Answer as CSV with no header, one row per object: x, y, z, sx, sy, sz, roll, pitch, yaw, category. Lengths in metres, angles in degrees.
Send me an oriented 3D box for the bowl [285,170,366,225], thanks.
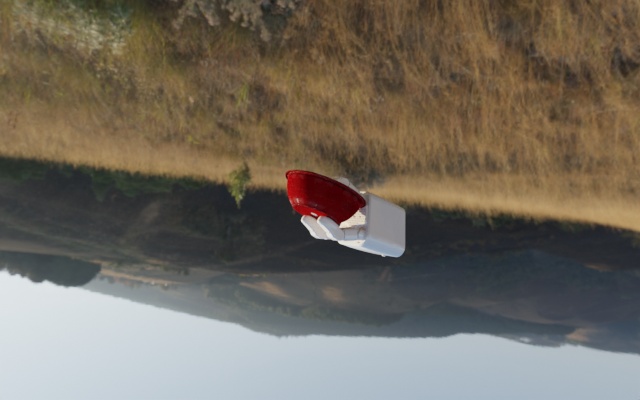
-0.001,0.003,0.886,0.162,0.055,0.162,21,-14,5,bowl
